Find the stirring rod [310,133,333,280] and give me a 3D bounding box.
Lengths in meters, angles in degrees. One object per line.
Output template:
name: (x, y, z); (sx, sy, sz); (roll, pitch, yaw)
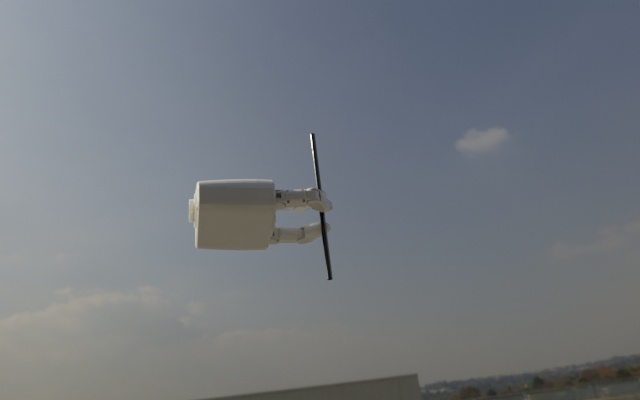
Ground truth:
stirring rod: (0.000, 0.002, 0.722); (0.011, 0.239, 0.011); (-6, -24, -3)
